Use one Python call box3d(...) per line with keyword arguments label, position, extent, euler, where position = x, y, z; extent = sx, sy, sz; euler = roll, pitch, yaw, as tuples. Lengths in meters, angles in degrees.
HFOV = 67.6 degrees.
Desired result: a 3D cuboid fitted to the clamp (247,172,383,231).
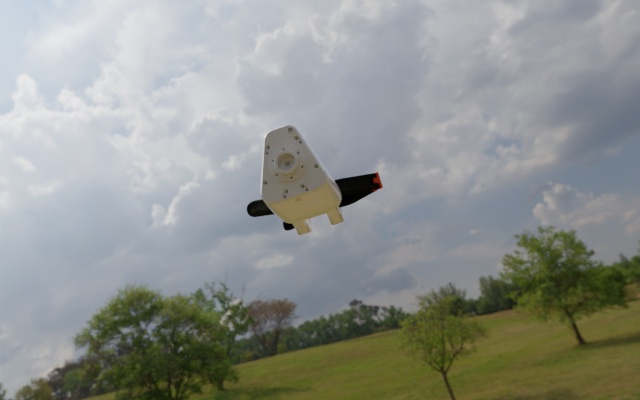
box3d(label="clamp", position=(0.000, 0.002, 0.793), extent=(0.210, 0.036, 0.164), euler=(-17, -15, 6))
